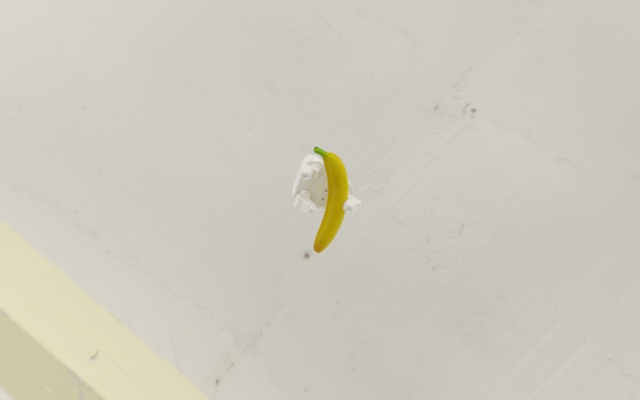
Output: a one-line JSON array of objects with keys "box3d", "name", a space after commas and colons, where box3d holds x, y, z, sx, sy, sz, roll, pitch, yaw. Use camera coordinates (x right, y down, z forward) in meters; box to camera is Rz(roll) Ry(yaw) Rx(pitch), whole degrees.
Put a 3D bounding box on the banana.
[{"box3d": [0.018, -0.002, 0.857, 0.069, 0.198, 0.037, -6, 17, -18], "name": "banana"}]
